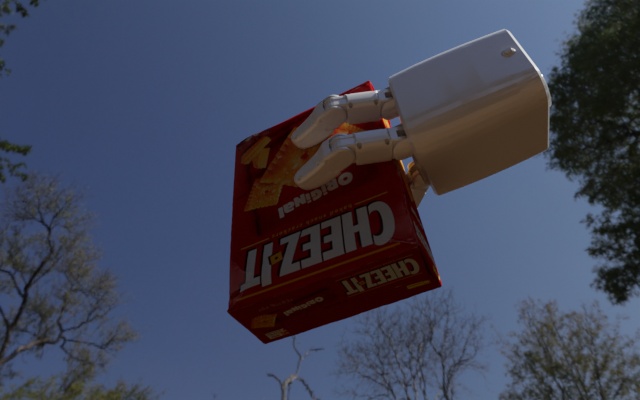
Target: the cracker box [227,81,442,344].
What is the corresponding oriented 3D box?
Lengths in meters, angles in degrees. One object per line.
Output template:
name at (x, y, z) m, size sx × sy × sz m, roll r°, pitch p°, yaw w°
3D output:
cracker box at (0.000, 0.001, 0.445) m, size 0.164 × 0.213 × 0.072 m, roll -22°, pitch -46°, yaw 15°
